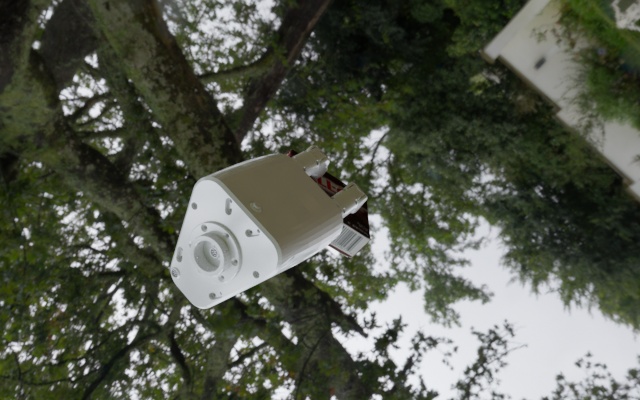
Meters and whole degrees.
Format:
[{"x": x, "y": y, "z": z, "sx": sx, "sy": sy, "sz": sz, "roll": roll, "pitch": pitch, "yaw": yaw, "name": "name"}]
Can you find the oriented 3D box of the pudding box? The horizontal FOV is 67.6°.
[{"x": 0.000, "y": 0.002, "z": 0.528, "sx": 0.113, "sy": 0.039, "sz": 0.090, "roll": 34, "pitch": 27, "yaw": -16, "name": "pudding box"}]
